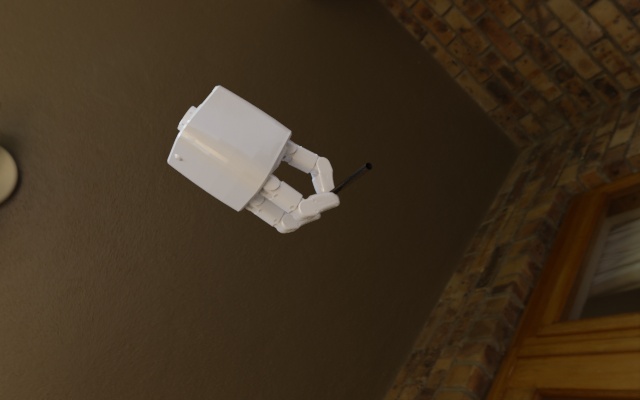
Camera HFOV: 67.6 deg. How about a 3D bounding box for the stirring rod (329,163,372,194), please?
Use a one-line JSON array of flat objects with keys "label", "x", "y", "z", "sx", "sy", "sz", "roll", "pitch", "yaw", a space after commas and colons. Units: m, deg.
[{"label": "stirring rod", "x": 0.000, "y": 0.002, "z": 0.605, "sx": 0.011, "sy": 0.011, "sz": 0.239, "roll": 0, "pitch": -18, "yaw": -27}]
